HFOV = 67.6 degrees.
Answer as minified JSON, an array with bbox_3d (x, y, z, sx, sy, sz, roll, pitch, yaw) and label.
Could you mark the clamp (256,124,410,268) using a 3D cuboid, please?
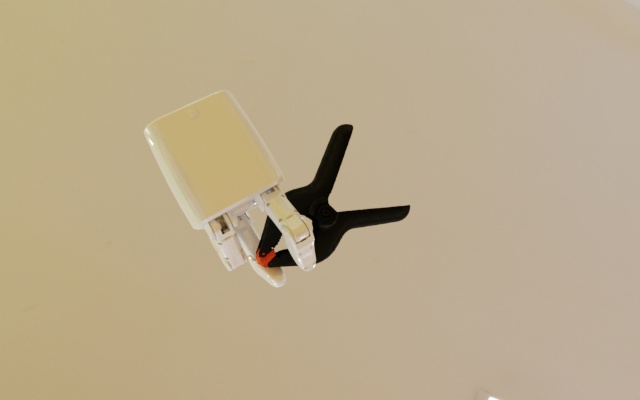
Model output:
[{"bbox_3d":[0.000,0.002,0.493,0.171,0.120,0.039,-30,-1,-18],"label":"clamp"}]
